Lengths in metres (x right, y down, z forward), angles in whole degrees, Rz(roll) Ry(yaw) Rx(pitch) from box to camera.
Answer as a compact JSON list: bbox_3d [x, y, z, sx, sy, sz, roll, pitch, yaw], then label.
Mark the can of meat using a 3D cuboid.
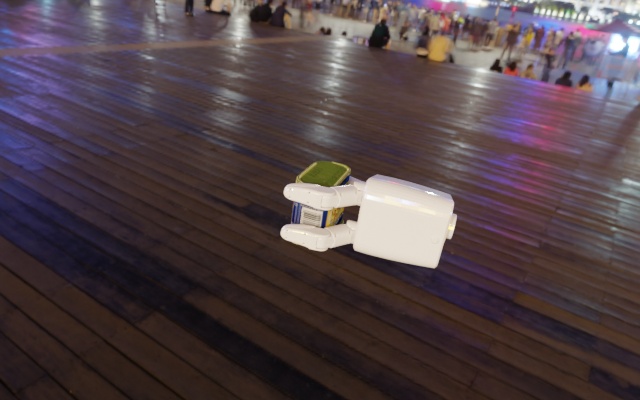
[{"bbox_3d":[0.000,0.002,0.629,0.057,0.084,0.102,16,26,14],"label":"can of meat"}]
